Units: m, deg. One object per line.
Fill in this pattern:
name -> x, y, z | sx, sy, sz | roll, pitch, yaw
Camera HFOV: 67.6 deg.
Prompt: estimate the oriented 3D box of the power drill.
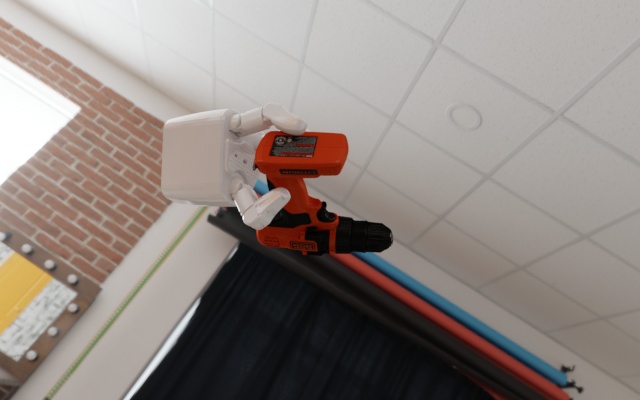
power drill -> 0.000, 0.002, 0.593 | 0.184, 0.057, 0.188 | 2, -42, 7
